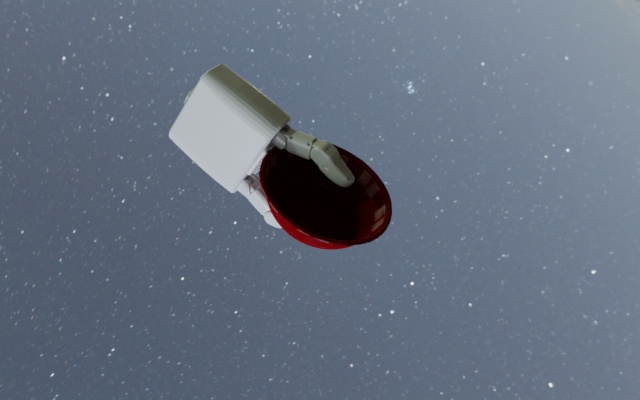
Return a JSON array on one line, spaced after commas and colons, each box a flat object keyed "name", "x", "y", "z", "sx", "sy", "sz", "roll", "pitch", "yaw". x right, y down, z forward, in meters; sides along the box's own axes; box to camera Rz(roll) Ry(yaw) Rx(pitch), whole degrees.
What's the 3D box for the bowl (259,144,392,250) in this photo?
[{"name": "bowl", "x": 0.001, "y": 0.003, "z": 0.559, "sx": 0.162, "sy": 0.162, "sz": 0.055, "roll": 0, "pitch": -41, "yaw": -28}]
